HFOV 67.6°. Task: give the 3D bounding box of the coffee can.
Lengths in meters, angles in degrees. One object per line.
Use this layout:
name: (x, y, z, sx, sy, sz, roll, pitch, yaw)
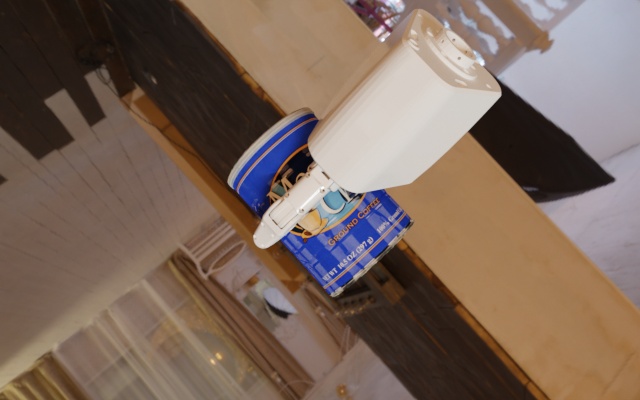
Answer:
coffee can: (0.000, 0.001, 0.436, 0.103, 0.140, 0.103, -42, -4, -4)
